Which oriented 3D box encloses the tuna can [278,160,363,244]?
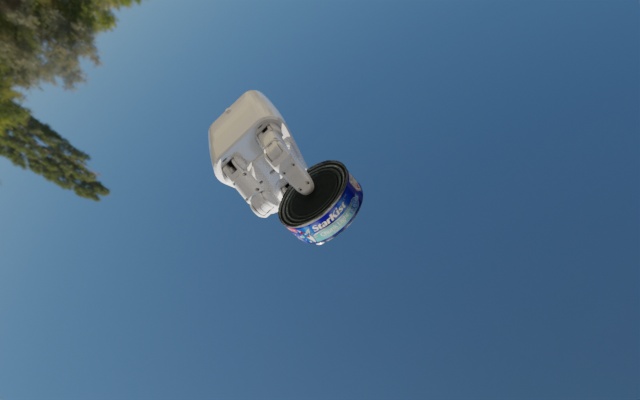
[{"bbox_3d":[0.000,0.002,0.487,0.086,0.086,0.034,0,-38,47],"label":"tuna can"}]
